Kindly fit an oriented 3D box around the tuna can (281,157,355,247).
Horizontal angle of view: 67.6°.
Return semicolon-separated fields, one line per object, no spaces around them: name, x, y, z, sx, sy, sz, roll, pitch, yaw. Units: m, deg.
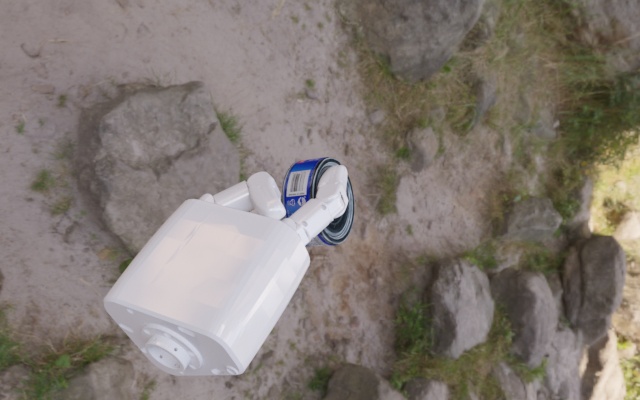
tuna can;0.001;0.001;0.459;0.034;0.086;0.086;-6;-3;30
